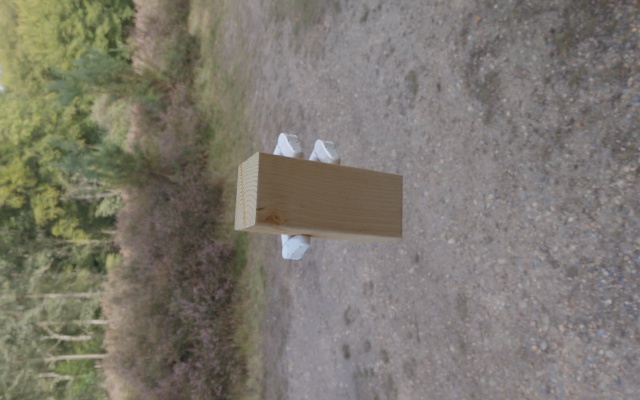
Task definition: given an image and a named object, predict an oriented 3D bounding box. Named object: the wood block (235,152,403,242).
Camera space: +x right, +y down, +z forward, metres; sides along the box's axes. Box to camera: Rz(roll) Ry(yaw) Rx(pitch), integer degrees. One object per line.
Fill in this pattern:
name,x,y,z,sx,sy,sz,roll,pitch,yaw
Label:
wood block,0.000,0.002,0.638,0.206,0.091,0.090,7,-10,-25
